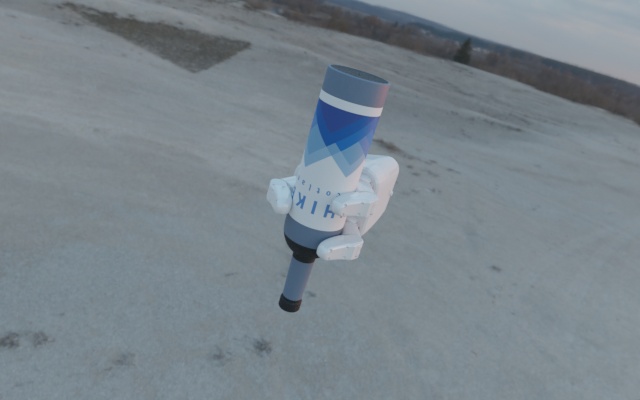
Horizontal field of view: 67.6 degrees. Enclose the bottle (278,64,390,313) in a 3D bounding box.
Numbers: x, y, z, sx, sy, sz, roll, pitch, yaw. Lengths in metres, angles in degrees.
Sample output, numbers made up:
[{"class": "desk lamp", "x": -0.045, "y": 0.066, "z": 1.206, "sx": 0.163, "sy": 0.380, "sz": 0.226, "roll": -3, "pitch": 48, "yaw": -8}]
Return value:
[{"class": "bottle", "x": 0.000, "y": 0.002, "z": 0.541, "sx": 0.069, "sy": 0.296, "sz": 0.069, "roll": 14, "pitch": 23, "yaw": -6}]
